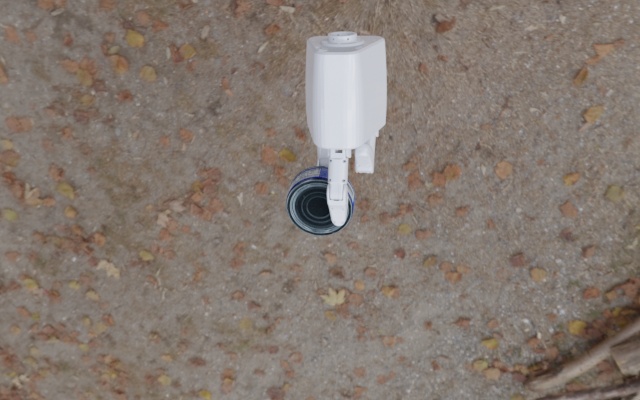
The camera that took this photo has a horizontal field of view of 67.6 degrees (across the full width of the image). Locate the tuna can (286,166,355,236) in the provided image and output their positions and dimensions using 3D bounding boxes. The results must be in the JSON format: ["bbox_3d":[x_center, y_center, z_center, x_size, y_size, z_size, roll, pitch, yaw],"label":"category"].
[{"bbox_3d":[0.000,0.002,0.602,0.086,0.086,0.033,0,31,8],"label":"tuna can"}]
